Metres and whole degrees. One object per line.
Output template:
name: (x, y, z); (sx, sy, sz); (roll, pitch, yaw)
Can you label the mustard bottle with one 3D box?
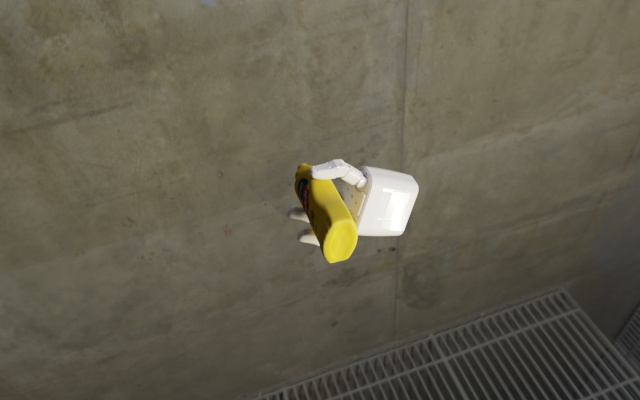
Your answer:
mustard bottle: (0.000, 0.003, 0.784); (0.058, 0.096, 0.191); (-13, 46, -14)
